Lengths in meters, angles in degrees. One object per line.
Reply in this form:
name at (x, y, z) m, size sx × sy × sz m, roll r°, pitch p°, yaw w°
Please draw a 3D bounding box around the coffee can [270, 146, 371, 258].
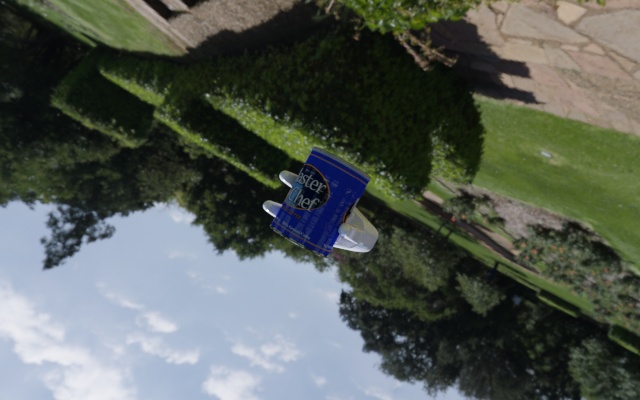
coffee can at (0.000, 0.002, 0.735) m, size 0.103 × 0.140 × 0.103 m, roll 29°, pitch 0°, yaw 0°
